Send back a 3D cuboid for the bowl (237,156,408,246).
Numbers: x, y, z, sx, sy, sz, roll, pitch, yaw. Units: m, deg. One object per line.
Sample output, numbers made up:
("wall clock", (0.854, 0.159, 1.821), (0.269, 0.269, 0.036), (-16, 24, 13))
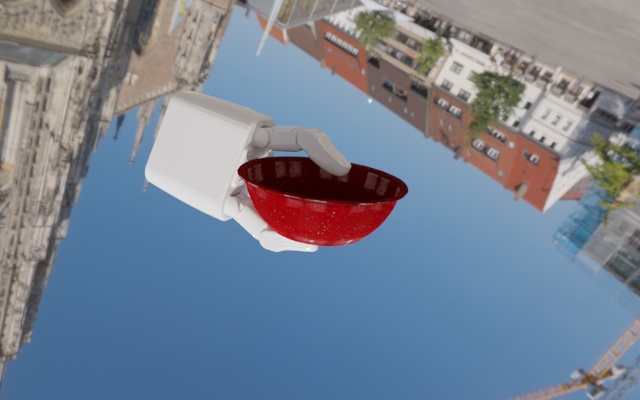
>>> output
("bowl", (0.001, 0.002, 0.459), (0.162, 0.055, 0.162), (6, 17, -2))
